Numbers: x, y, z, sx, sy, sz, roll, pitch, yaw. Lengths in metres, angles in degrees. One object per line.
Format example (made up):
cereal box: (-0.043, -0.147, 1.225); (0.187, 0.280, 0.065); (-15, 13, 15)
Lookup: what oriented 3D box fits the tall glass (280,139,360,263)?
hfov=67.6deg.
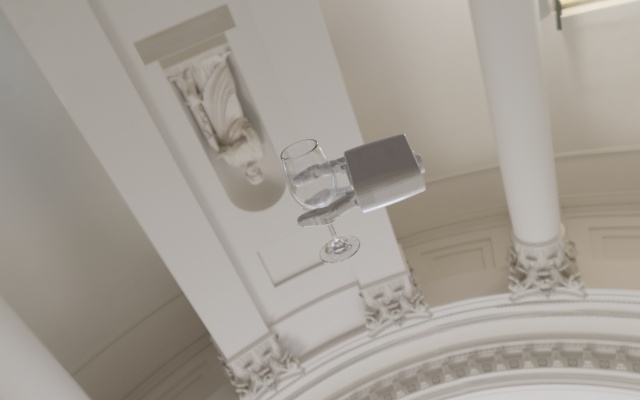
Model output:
tall glass: (0.000, 0.003, 0.777); (0.079, 0.201, 0.079); (-17, 28, 10)
